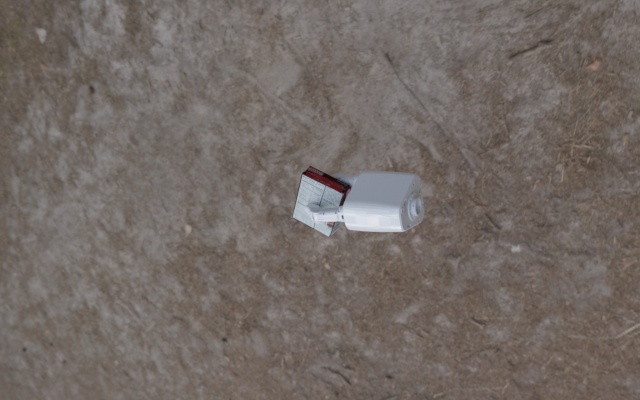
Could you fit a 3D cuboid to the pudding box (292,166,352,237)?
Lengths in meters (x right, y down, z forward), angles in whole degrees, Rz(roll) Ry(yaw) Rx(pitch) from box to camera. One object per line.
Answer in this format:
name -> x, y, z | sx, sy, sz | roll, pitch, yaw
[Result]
pudding box -> 0.000, 0.003, 0.899 | 0.090, 0.114, 0.039 | 28, 38, 16
